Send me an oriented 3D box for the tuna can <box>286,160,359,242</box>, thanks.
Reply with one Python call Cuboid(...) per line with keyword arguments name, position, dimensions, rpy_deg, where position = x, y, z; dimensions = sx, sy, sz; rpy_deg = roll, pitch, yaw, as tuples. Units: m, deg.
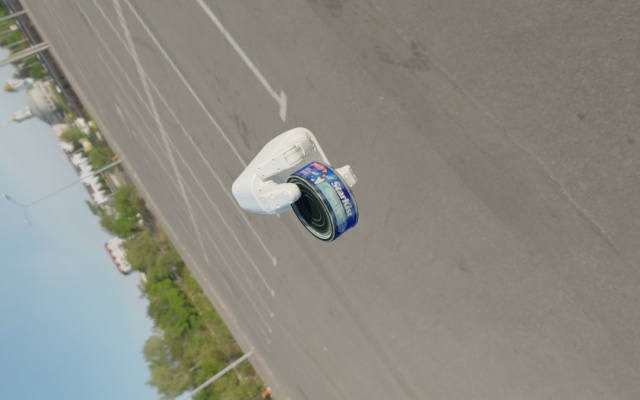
Cuboid(name="tuna can", position=(0.000, 0.002, 0.516), dimensions=(0.033, 0.086, 0.086), rpy_deg=(-33, 15, -25))
